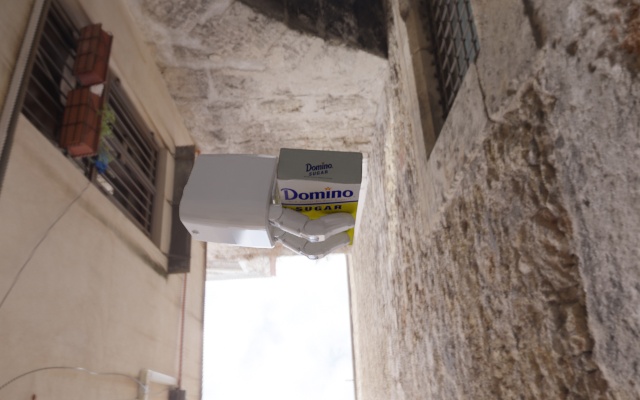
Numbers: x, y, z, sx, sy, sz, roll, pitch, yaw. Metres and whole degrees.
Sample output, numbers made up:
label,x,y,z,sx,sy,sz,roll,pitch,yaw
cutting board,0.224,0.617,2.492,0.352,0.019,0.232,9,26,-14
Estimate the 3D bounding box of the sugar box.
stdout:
label,x,y,z,sx,sy,sz,roll,pitch,yaw
sugar box,0.000,0.002,0.585,0.093,0.048,0.176,3,-24,3
